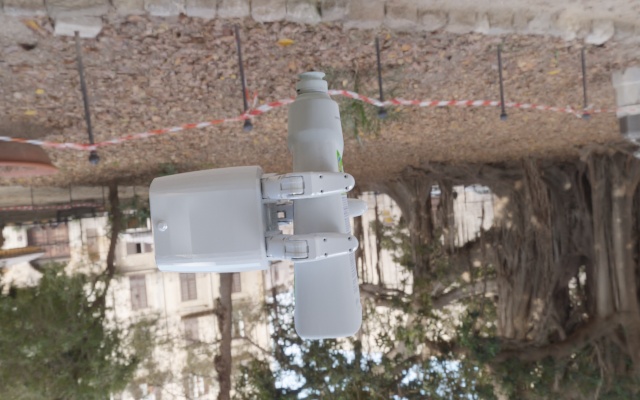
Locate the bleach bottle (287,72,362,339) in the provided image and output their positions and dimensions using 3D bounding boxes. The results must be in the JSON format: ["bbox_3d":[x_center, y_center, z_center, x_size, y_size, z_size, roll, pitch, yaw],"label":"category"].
[{"bbox_3d":[0.000,0.002,0.480,0.068,0.251,0.102,-4,1,3],"label":"bleach bottle"}]
